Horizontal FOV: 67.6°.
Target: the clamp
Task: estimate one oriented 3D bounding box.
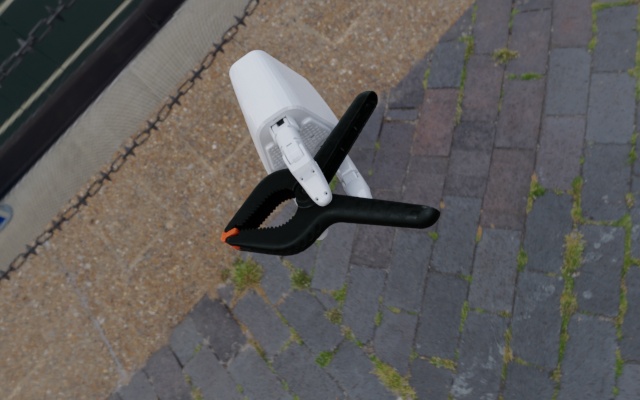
[{"bbox_3d":[-0.001,0.001,0.463,0.210,0.164,0.036,-34,-35,7],"label":"clamp"}]
